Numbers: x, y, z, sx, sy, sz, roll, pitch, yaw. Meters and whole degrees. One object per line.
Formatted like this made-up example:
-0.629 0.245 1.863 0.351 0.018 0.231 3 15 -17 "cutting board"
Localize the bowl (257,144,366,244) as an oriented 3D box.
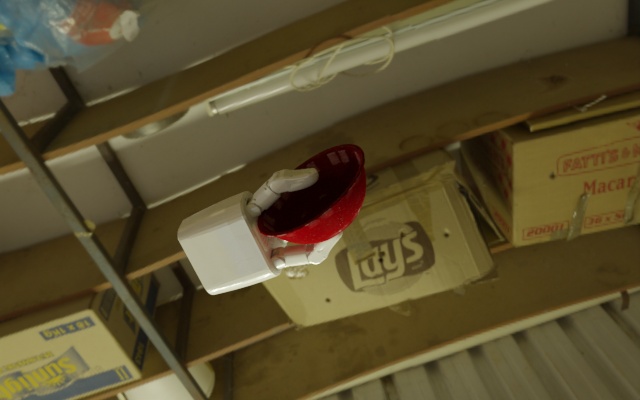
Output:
0.001 0.002 0.599 0.162 0.162 0.055 0 -45 53 "bowl"
